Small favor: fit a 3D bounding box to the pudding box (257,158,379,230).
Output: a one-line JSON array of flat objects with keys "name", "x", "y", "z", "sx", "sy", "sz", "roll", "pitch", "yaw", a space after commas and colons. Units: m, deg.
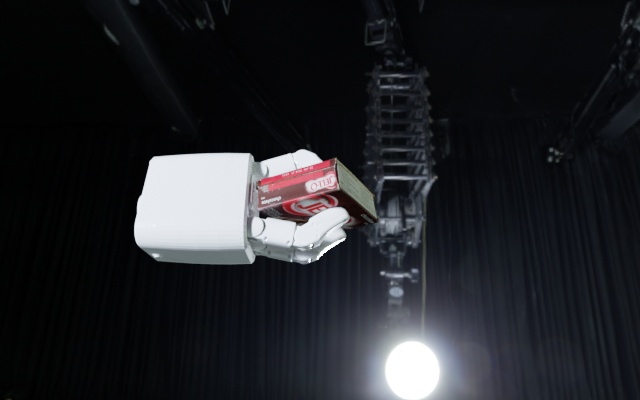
[{"name": "pudding box", "x": 0.000, "y": 0.001, "z": 0.502, "sx": 0.090, "sy": 0.039, "sz": 0.113, "roll": -13, "pitch": -22, "yaw": 23}]
